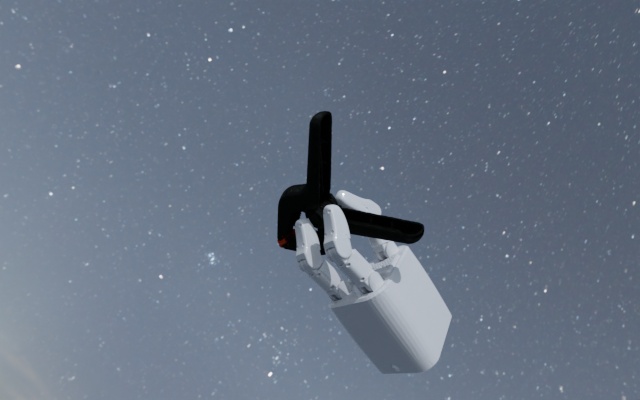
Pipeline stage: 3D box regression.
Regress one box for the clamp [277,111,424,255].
[{"bbox_3d":[0.000,0.002,0.550,0.036,0.164,0.210,-39,7,-39],"label":"clamp"}]
